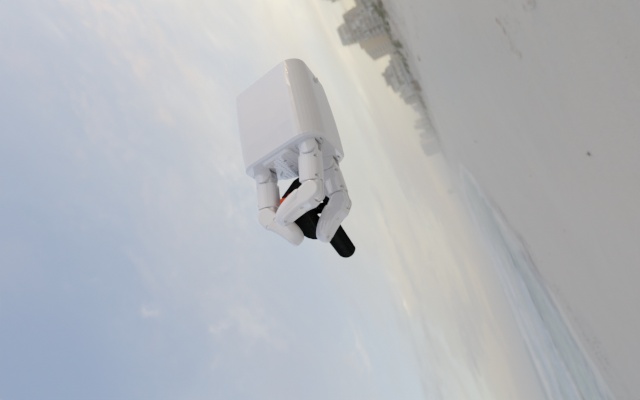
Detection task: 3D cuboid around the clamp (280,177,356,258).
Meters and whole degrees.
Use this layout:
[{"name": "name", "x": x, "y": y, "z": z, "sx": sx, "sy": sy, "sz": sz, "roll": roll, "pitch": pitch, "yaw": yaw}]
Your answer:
[{"name": "clamp", "x": -0.001, "y": 0.002, "z": 0.604, "sx": 0.039, "sy": 0.120, "sz": 0.171, "roll": -19, "pitch": -23, "yaw": 17}]
